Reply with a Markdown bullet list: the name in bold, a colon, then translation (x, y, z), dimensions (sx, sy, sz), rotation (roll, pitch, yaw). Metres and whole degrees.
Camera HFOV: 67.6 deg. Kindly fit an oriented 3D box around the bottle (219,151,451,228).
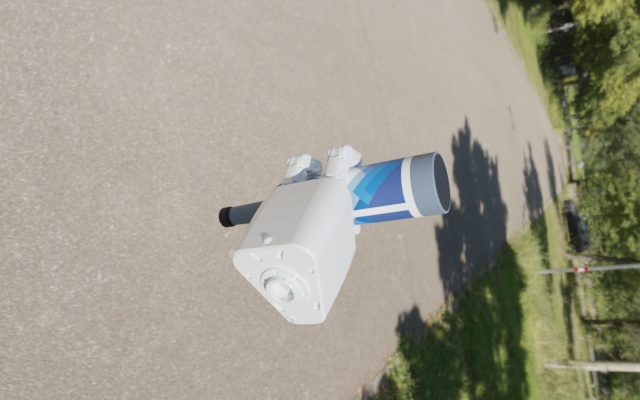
- **bottle**: translation (0.000, 0.002, 0.572), dimensions (0.296, 0.069, 0.069), rotation (-9, -4, 28)
